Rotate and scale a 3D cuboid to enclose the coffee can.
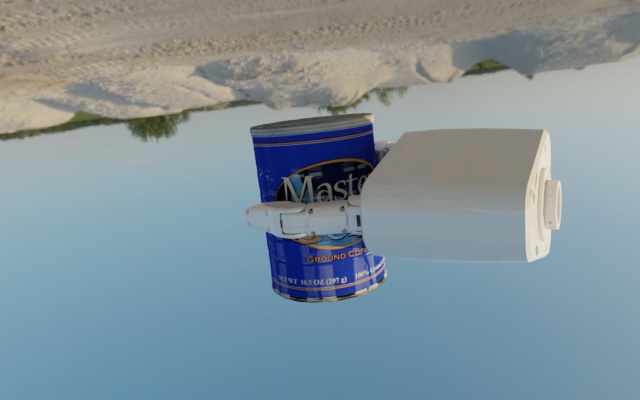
[{"bbox_3d":[0.000,0.001,0.409,0.103,0.140,0.102,-6,12,1],"label":"coffee can"}]
